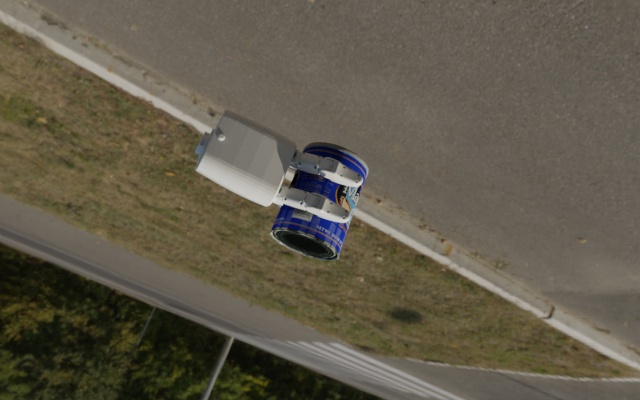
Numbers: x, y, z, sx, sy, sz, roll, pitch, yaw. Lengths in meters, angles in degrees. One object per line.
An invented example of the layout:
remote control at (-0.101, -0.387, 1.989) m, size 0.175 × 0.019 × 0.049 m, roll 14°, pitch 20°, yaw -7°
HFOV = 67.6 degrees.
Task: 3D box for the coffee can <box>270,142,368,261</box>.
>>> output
coffee can at (0.000, 0.002, 0.689) m, size 0.103 × 0.140 × 0.103 m, roll 18°, pitch -21°, yaw 7°
